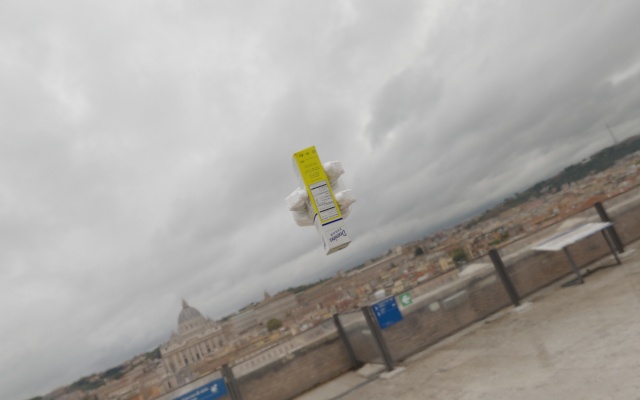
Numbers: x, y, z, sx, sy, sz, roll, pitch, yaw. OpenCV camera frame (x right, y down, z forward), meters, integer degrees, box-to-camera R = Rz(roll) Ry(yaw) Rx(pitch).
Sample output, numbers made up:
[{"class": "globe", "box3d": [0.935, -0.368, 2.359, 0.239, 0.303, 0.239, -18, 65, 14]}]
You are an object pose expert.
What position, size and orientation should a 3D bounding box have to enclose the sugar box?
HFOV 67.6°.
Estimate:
[{"class": "sugar box", "box3d": [0.001, 0.002, 0.826, 0.048, 0.176, 0.093, -22, -9, -8]}]
